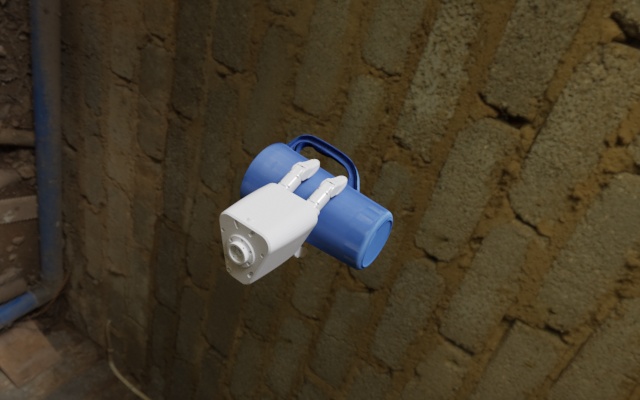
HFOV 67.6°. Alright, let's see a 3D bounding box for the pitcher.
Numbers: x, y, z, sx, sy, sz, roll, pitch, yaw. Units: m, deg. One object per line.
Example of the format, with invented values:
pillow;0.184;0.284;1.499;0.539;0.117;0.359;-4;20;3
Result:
pitcher;0.000;0.003;0.805;0.243;0.149;0.145;30;34;22
